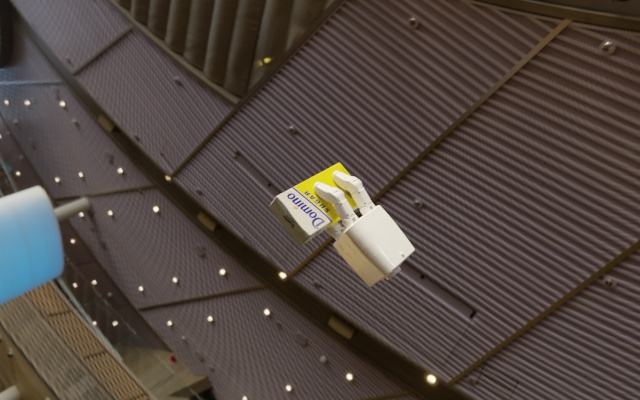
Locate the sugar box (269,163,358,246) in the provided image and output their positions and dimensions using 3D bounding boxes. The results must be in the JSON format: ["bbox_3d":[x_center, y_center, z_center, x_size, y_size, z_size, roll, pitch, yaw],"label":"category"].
[{"bbox_3d":[0.001,0.003,0.879,0.176,0.093,0.048,-31,-13,-44],"label":"sugar box"}]
